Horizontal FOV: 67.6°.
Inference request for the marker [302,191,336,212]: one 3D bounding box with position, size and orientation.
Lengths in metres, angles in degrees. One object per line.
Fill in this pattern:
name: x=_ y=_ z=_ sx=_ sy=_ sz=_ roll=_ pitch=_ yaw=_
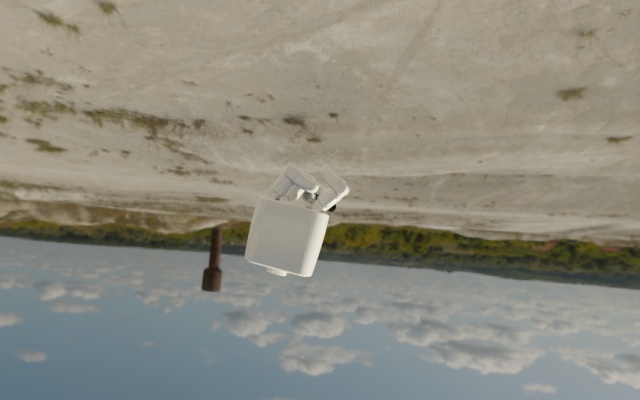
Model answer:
marker: x=0.000 y=0.003 z=0.806 sx=0.020 sy=0.020 sz=0.121 roll=0 pitch=-9 yaw=21
